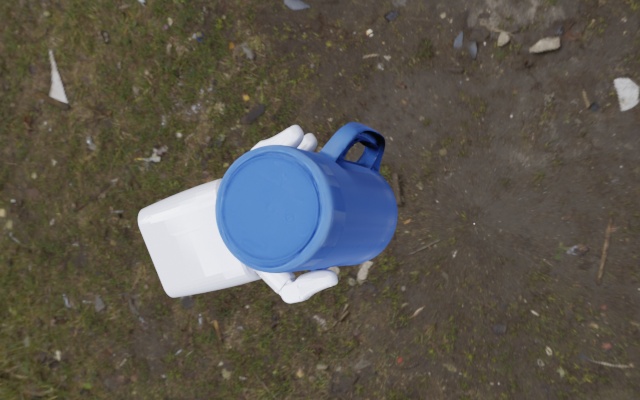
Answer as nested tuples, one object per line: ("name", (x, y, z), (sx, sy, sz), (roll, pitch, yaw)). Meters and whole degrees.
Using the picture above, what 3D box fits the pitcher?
("pitcher", (0.000, 0.002, 0.501), (0.145, 0.149, 0.243), (-17, -8, 17))
